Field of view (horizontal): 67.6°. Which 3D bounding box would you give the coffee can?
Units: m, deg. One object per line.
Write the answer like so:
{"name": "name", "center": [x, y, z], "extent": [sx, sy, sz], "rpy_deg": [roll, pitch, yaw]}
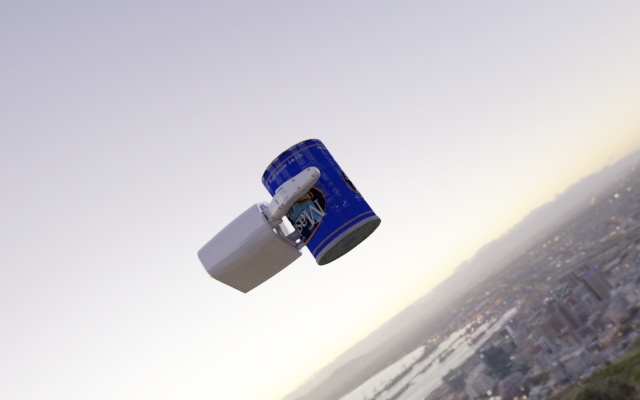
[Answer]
{"name": "coffee can", "center": [0.000, 0.002, 0.645], "extent": [0.103, 0.140, 0.103], "rpy_deg": [-32, -17, -11]}
